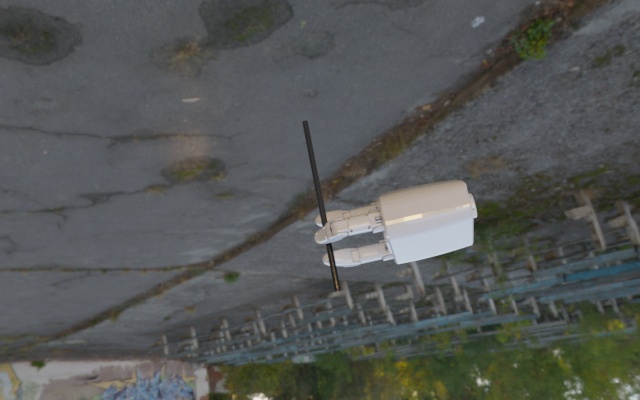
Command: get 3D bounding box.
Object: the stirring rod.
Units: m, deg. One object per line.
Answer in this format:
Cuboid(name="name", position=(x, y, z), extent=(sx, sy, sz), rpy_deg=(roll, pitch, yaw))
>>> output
Cuboid(name="stirring rod", position=(0.000, 0.002, 0.643), extent=(0.011, 0.239, 0.011), rpy_deg=(-10, -16, -3))
